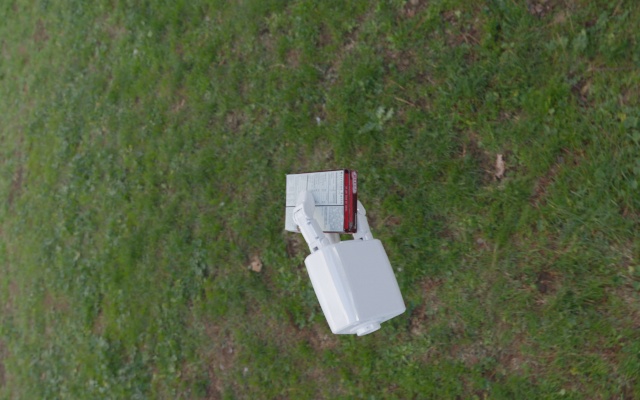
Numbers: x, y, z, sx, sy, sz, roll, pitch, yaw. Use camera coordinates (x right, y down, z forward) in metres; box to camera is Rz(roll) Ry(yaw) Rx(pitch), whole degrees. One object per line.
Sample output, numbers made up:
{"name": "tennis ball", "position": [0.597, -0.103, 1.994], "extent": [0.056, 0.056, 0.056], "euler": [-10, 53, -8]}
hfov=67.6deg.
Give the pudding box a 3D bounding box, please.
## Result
{"name": "pudding box", "position": [0.000, 0.002, 0.694], "extent": [0.113, 0.090, 0.039], "euler": [-2, -5, 36]}
